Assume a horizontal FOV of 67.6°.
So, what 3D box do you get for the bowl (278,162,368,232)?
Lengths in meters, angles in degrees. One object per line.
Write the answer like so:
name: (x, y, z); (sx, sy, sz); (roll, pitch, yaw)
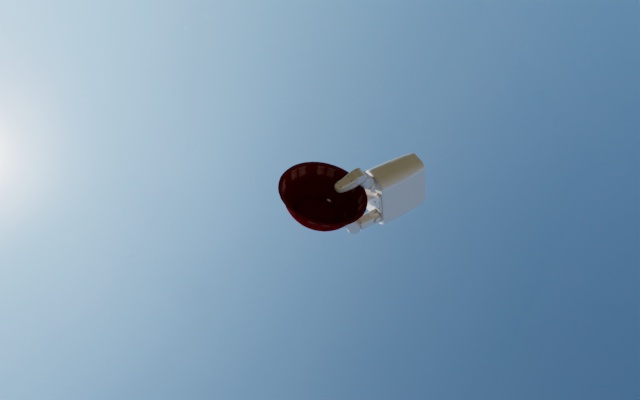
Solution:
bowl: (-0.001, 0.003, 0.858); (0.162, 0.162, 0.055); (0, -44, -18)
